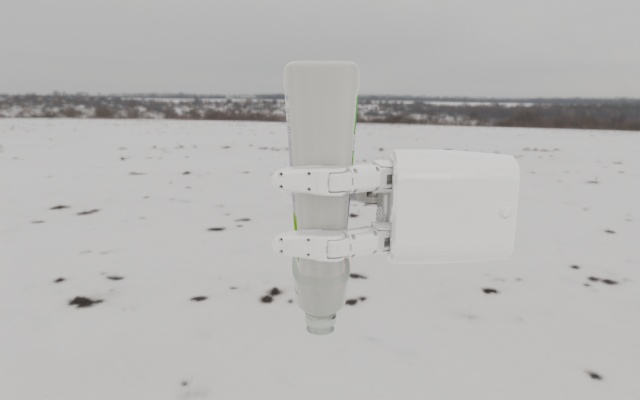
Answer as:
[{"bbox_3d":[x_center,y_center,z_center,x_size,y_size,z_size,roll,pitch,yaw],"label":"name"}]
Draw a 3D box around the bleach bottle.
[{"bbox_3d":[0.000,0.001,0.451,0.068,0.251,0.102,0,12,-2],"label":"bleach bottle"}]
